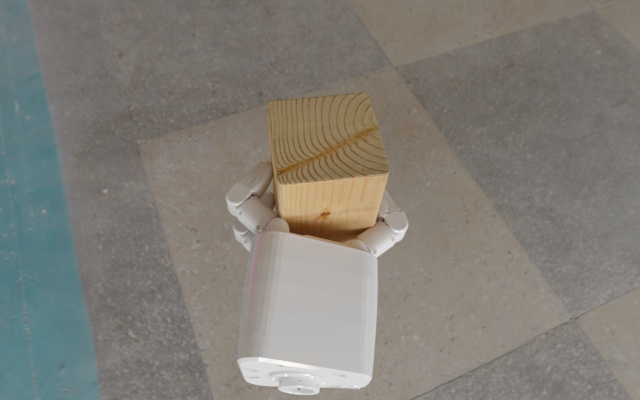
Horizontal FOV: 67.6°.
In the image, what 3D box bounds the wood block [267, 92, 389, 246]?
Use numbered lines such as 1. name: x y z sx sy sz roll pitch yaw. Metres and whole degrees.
1. wood block: 0.000 0.002 0.474 0.091 0.090 0.206 -6 -31 -7
